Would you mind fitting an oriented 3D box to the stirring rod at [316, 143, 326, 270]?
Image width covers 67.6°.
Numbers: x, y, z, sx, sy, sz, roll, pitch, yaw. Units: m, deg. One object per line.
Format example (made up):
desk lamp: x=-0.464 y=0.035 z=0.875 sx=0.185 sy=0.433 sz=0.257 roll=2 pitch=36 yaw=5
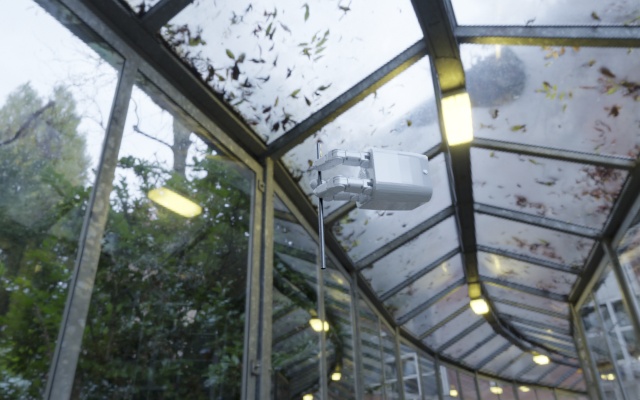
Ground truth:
stirring rod: x=0.000 y=0.003 z=0.809 sx=0.011 sy=0.239 sz=0.011 roll=-2 pitch=-30 yaw=-1
